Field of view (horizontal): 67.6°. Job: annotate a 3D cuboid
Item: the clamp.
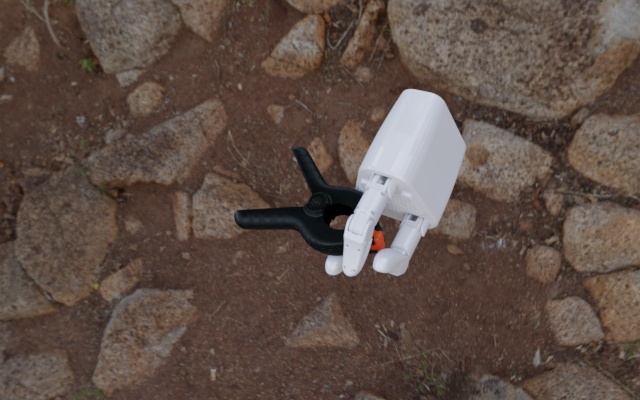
[{"bbox_3d":[0.000,0.002,0.521,0.171,0.120,0.039,19,-21,25],"label":"clamp"}]
